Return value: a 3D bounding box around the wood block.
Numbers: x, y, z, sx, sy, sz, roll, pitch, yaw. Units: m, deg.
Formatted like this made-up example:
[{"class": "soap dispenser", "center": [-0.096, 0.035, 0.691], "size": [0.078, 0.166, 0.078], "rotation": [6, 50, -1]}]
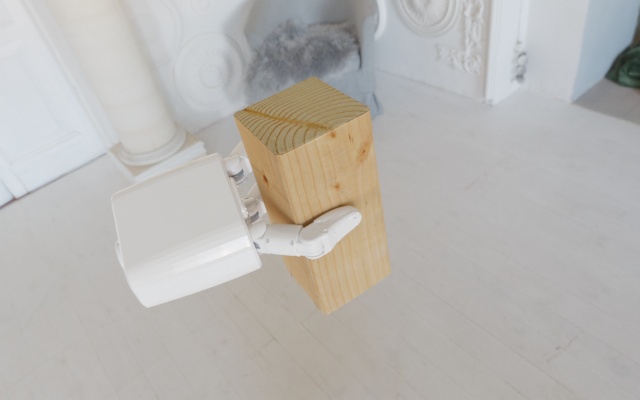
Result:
[{"class": "wood block", "center": [0.000, 0.002, 0.468], "size": [0.090, 0.206, 0.090], "rotation": [-29, 43, -17]}]
